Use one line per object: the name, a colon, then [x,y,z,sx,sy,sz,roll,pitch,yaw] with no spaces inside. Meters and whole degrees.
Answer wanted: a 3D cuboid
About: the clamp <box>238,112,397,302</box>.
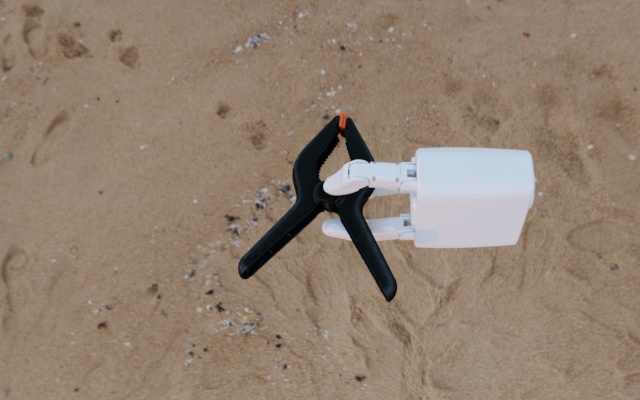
clamp: [0.000,0.001,0.518,0.164,0.210,0.036,1,-22,6]
